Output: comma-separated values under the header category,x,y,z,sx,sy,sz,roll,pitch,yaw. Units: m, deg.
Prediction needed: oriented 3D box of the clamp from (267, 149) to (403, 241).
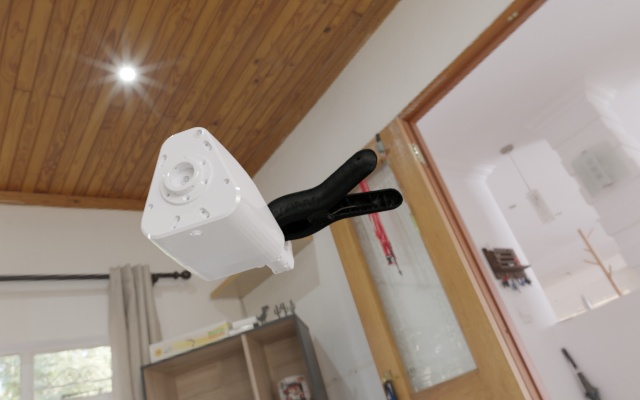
category,x,y,z,sx,sy,sz,roll,pitch,yaw
clamp,0.000,0.001,0.506,0.171,0.039,0.120,-21,-34,5
